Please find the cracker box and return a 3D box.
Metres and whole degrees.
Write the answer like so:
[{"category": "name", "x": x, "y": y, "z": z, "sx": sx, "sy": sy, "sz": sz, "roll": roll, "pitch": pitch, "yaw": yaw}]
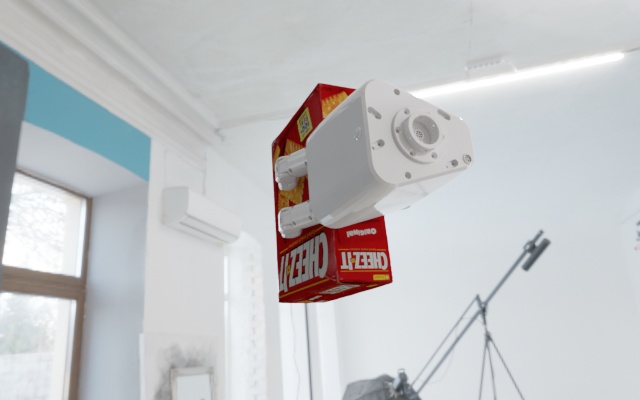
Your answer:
[{"category": "cracker box", "x": 0.000, "y": 0.002, "z": 0.549, "sx": 0.072, "sy": 0.213, "sz": 0.164, "roll": 4, "pitch": -19, "yaw": -24}]
